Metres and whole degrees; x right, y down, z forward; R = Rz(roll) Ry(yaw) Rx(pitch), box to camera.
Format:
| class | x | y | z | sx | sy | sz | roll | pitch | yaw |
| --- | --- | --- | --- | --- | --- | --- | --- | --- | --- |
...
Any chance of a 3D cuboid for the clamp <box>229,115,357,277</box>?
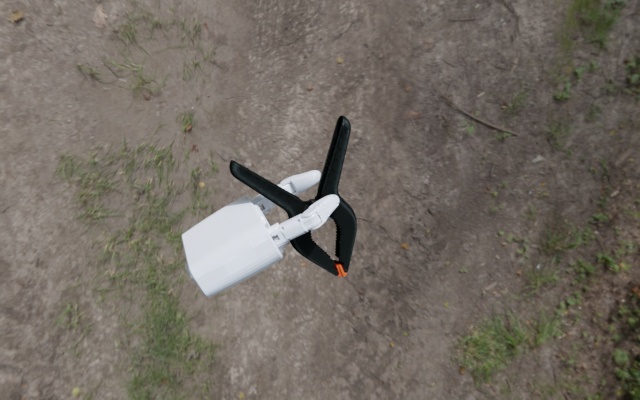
| class | x | y | z | sx | sy | sz | roll | pitch | yaw |
| --- | --- | --- | --- | --- | --- | --- | --- | --- | --- |
| clamp | 0.000 | 0.003 | 0.632 | 0.164 | 0.210 | 0.036 | -30 | 17 | -4 |
